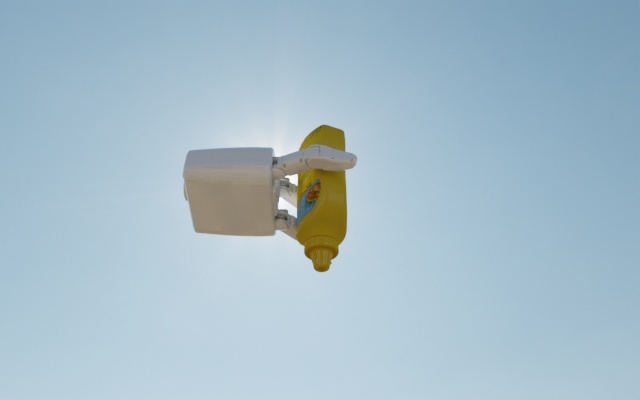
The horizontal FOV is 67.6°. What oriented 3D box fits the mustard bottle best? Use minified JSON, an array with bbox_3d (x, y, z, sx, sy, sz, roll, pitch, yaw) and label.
[{"bbox_3d":[0.000,0.002,0.601,0.058,0.191,0.096,15,-40,-19],"label":"mustard bottle"}]
